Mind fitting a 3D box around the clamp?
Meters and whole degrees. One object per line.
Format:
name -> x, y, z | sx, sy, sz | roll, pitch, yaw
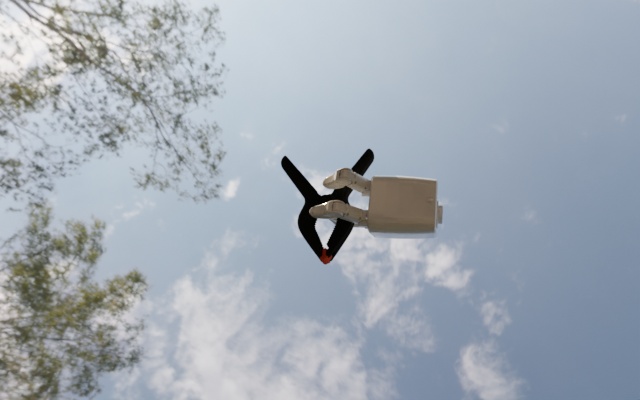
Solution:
clamp -> 0.000, 0.003, 0.801 | 0.164, 0.210, 0.036 | 2, -27, 14
